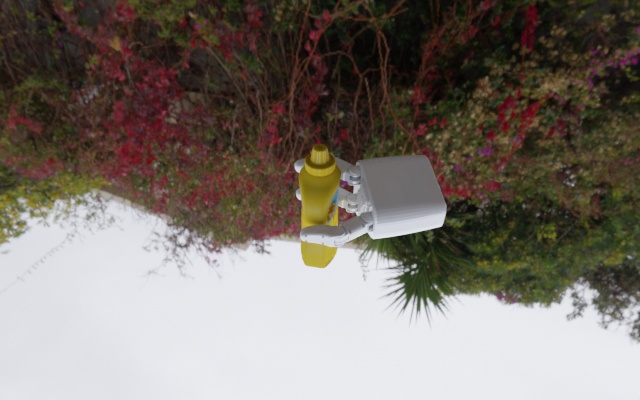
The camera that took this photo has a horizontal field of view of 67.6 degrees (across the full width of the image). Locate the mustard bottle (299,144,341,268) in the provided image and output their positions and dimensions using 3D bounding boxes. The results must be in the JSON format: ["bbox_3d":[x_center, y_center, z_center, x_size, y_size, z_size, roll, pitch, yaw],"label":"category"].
[{"bbox_3d":[0.000,0.002,0.684,0.058,0.192,0.096,9,43,9],"label":"mustard bottle"}]
